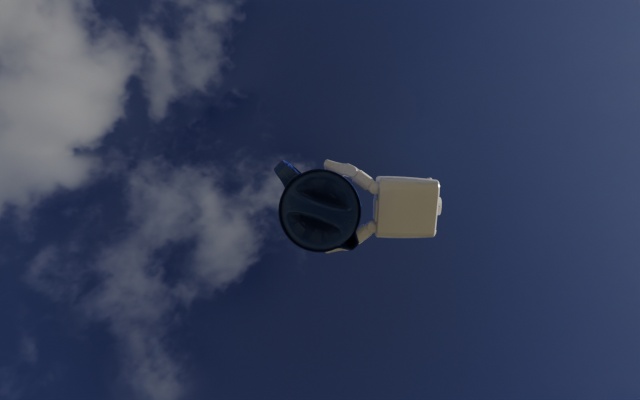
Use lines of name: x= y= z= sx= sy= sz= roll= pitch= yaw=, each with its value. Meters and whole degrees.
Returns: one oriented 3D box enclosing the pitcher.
pitcher: x=0.000 y=0.003 z=0.870 sx=0.145 sy=0.149 sz=0.243 roll=0 pitch=3 yaw=4
